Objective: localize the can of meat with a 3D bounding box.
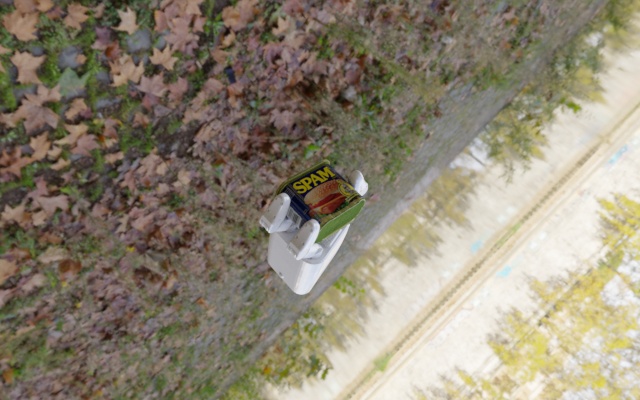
[{"bbox_3d":[0.000,0.002,0.662,0.102,0.084,0.057,-30,-25,-35],"label":"can of meat"}]
